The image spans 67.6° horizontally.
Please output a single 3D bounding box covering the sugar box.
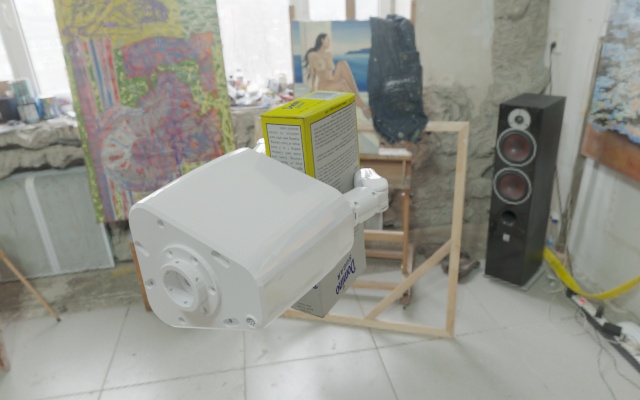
[{"bbox_3d":[0.000,0.001,0.415,0.048,0.176,0.093,11,27,28],"label":"sugar box"}]
